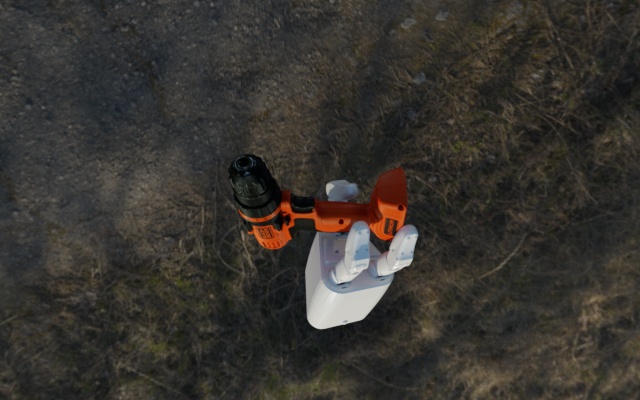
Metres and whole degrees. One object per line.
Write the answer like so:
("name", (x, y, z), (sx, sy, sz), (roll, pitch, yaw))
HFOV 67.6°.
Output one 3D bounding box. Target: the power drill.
("power drill", (0.001, 0.002, 0.540), (0.187, 0.057, 0.184), (-1, -25, 4))
